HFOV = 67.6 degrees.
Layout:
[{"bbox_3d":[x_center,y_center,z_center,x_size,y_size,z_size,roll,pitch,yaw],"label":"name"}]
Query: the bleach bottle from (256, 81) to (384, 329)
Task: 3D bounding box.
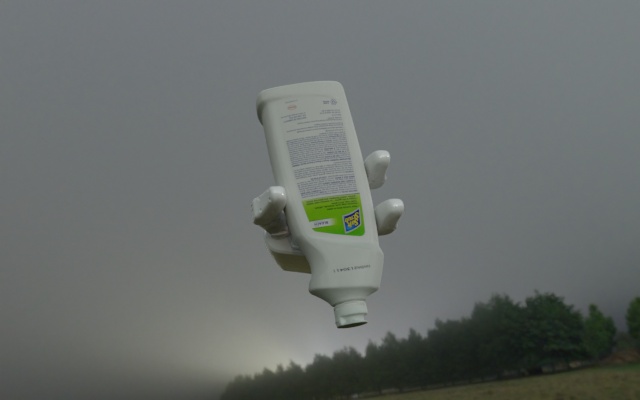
[{"bbox_3d":[0.000,0.002,0.483,0.102,0.250,0.068,-9,-22,-3],"label":"bleach bottle"}]
